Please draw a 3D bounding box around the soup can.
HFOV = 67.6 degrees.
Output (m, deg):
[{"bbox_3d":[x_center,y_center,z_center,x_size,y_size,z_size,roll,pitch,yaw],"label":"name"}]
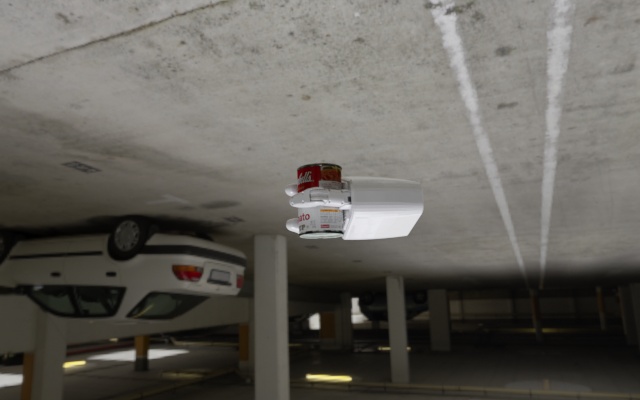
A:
[{"bbox_3d":[0.000,0.003,0.709,0.068,0.102,0.068,-2,-11,0],"label":"soup can"}]
